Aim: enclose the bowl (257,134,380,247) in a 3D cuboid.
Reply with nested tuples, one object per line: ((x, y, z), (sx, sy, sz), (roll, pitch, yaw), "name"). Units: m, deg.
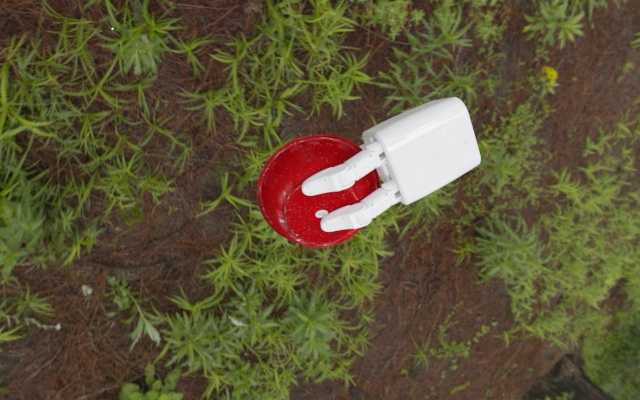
((-0.001, 0.003, 0.599), (0.162, 0.162, 0.055), (0, 28, -5), "bowl")
